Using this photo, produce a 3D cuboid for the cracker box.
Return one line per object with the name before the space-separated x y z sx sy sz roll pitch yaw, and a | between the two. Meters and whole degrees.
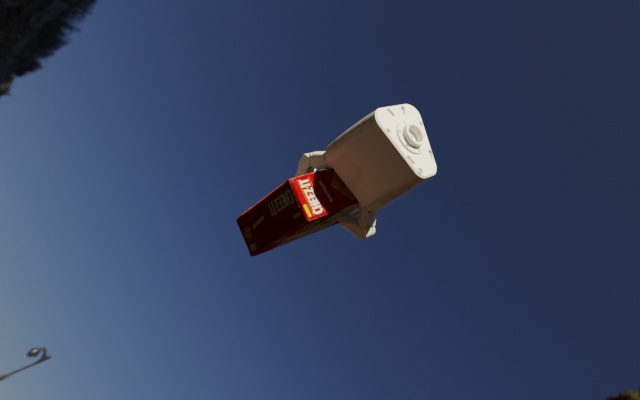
cracker box | 0.000 0.003 0.744 0.213 0.072 0.164 -18 -11 -42
